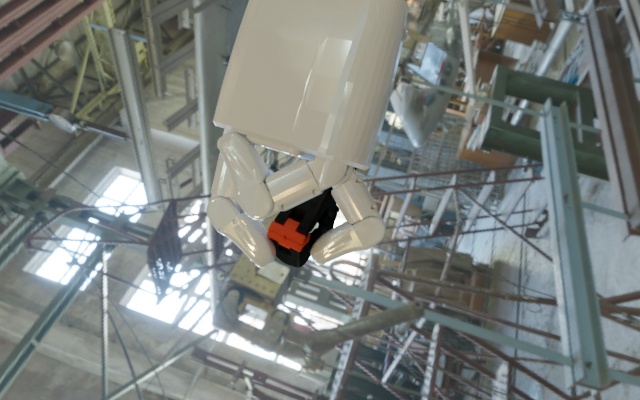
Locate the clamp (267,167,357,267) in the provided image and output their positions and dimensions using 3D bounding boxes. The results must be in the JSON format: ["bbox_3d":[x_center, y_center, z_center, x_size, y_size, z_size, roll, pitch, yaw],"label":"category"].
[{"bbox_3d":[-0.001,0.001,0.409,0.039,0.120,0.171,17,5,7],"label":"clamp"}]
